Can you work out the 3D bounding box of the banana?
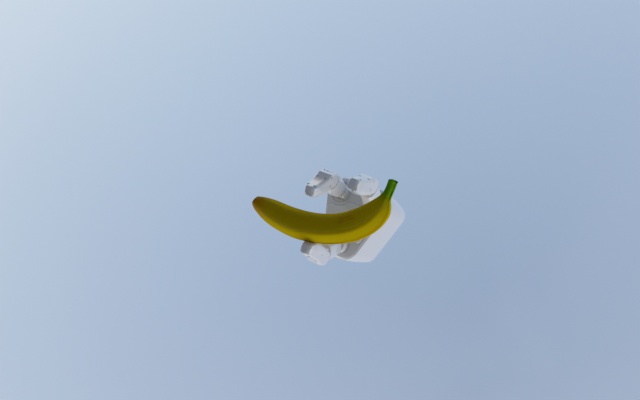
[{"bbox_3d":[0.004,0.020,0.586,0.198,0.069,0.037,-7,-8,24],"label":"banana"}]
